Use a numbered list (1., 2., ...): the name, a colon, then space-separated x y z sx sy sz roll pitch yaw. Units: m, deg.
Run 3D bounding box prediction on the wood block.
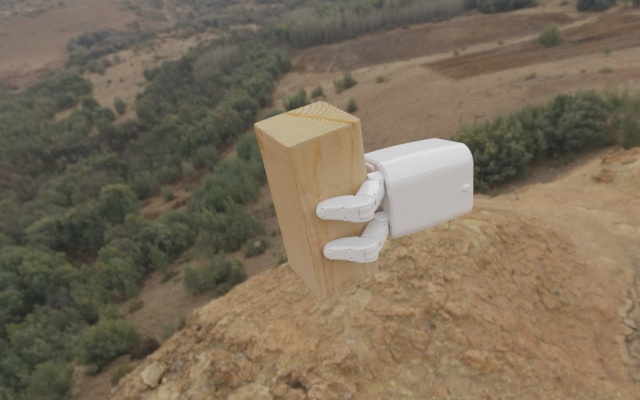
1. wood block: 0.000 0.001 0.566 0.090 0.206 0.090 -23 34 -20
